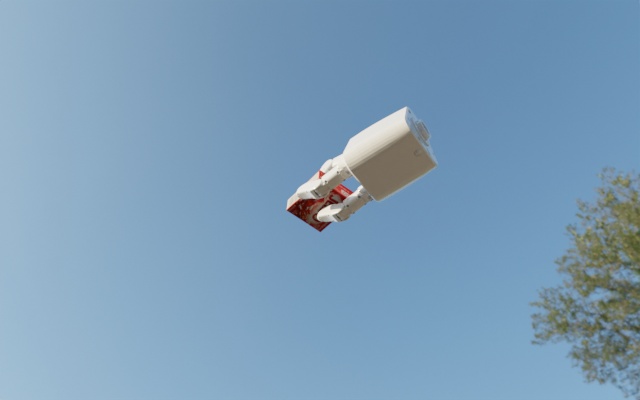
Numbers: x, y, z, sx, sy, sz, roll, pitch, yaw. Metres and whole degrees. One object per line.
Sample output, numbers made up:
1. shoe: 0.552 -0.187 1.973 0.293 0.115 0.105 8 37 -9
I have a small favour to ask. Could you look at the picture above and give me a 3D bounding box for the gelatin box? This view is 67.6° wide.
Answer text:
1. gelatin box: 0.000 0.002 0.771 0.073 0.030 0.089 34 -55 -22
